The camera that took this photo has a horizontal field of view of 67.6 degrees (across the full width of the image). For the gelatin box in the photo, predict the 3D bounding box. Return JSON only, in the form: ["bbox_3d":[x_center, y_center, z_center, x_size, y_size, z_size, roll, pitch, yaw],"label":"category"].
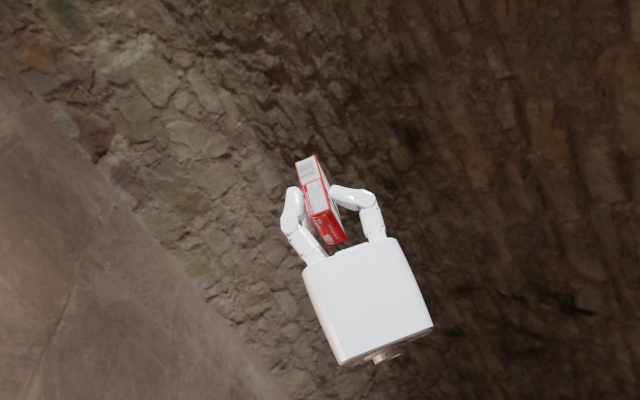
[{"bbox_3d":[0.000,0.001,0.585,0.030,0.089,0.073,-20,-36,6],"label":"gelatin box"}]
